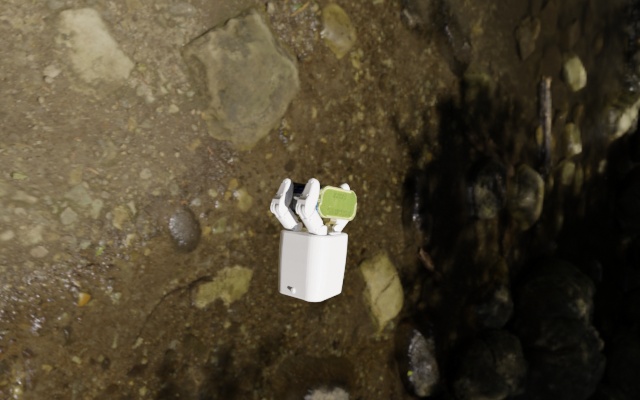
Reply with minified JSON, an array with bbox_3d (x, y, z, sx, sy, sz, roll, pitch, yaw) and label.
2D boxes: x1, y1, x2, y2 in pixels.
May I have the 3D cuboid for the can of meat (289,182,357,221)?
[{"bbox_3d":[0.000,0.003,0.809,0.084,0.057,0.102,6,-2,41],"label":"can of meat"}]
